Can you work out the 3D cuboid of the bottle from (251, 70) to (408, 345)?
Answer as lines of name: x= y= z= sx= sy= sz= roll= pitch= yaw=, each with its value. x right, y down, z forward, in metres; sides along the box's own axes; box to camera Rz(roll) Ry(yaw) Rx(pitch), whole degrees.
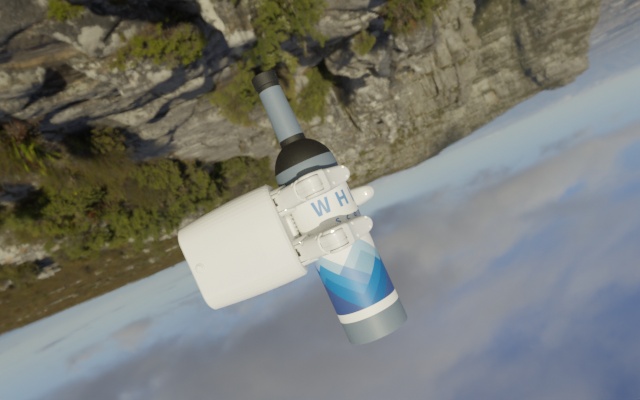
bottle: x=0.000 y=0.002 z=0.504 sx=0.069 sy=0.295 sz=0.069 roll=-25 pitch=-1 yaw=0
